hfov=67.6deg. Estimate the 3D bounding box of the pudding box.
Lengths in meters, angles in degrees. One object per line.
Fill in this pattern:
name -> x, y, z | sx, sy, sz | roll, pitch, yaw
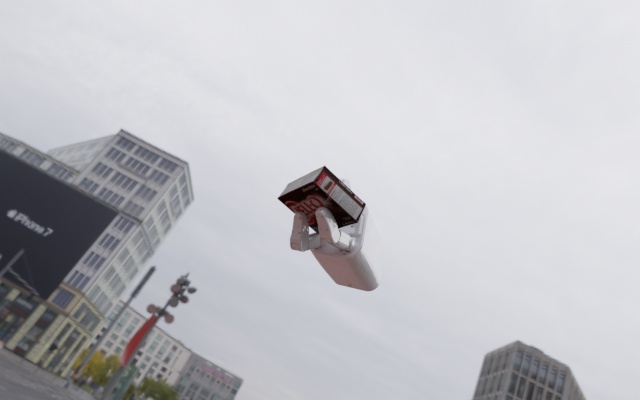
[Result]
pudding box -> 0.000, 0.002, 0.708 | 0.090, 0.039, 0.113 | 41, -32, -17
